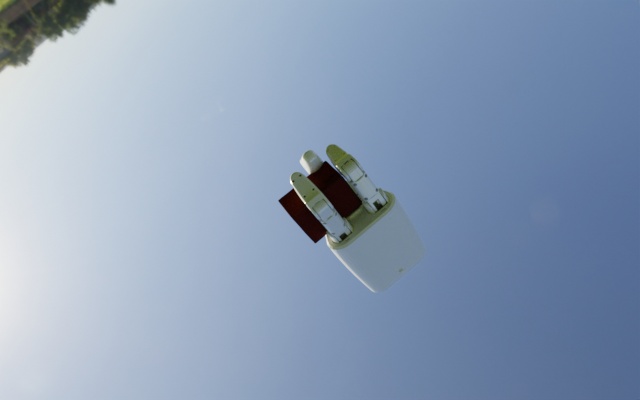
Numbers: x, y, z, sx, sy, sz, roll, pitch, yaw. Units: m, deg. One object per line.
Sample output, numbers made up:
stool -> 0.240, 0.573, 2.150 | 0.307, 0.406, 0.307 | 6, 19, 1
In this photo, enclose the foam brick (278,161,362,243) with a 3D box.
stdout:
foam brick -> 0.000, 0.002, 0.574 | 0.078, 0.051, 0.053 | -40, 34, -1
